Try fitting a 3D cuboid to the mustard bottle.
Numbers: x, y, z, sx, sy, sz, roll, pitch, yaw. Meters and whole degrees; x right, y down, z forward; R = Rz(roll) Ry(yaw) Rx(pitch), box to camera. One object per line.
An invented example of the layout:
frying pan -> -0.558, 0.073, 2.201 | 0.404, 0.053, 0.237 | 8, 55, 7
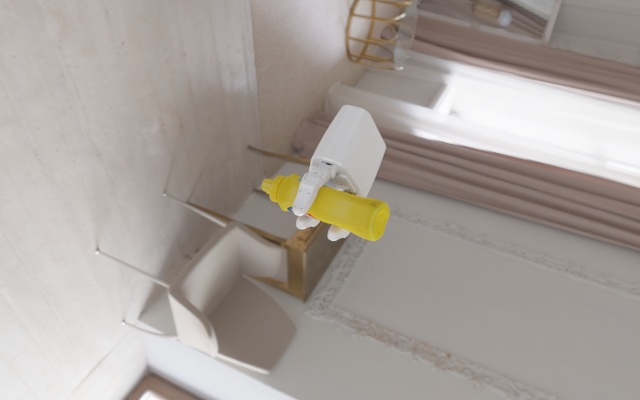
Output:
mustard bottle -> 0.000, 0.003, 0.697 | 0.191, 0.058, 0.096 | 18, 1, 19
